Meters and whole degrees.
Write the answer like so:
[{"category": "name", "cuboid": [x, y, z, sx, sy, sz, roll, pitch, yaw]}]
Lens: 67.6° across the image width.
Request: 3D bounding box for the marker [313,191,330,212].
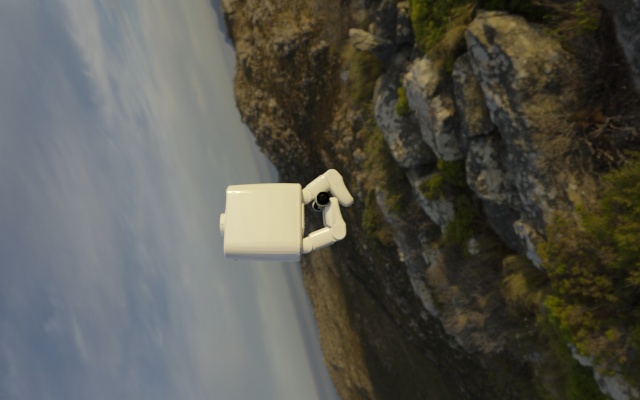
[{"category": "marker", "cuboid": [0.000, 0.002, 0.711, 0.020, 0.020, 0.121, 0, -6, -4]}]
